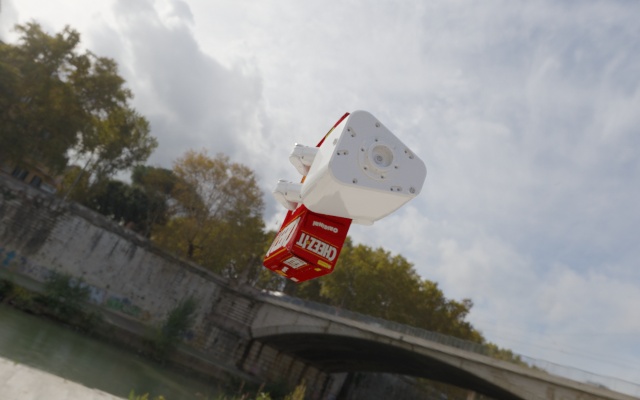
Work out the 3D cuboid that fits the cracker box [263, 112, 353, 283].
[{"bbox_3d":[0.000,0.002,0.689,0.072,0.213,0.164,27,-20,-10],"label":"cracker box"}]
